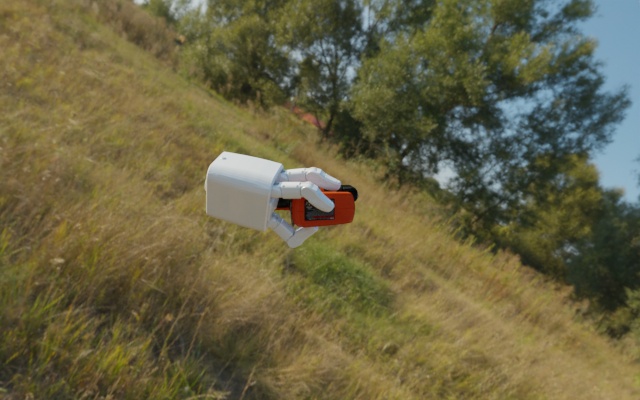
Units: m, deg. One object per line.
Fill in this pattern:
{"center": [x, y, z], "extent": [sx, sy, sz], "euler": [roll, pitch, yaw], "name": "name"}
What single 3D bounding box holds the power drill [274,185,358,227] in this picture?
{"center": [0.000, 0.003, 0.862], "extent": [0.184, 0.057, 0.187], "euler": [-5, 7, -13], "name": "power drill"}
